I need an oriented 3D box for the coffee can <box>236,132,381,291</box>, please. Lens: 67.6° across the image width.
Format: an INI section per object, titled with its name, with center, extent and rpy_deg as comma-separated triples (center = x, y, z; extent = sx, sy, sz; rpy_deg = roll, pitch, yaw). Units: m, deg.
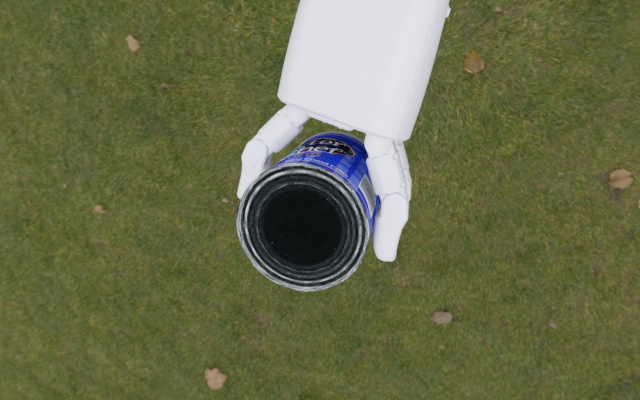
[coffee can]
center = 0.000, 0.001, 0.420
extent = 0.103, 0.103, 0.140
rpy_deg = 0, 17, 13
